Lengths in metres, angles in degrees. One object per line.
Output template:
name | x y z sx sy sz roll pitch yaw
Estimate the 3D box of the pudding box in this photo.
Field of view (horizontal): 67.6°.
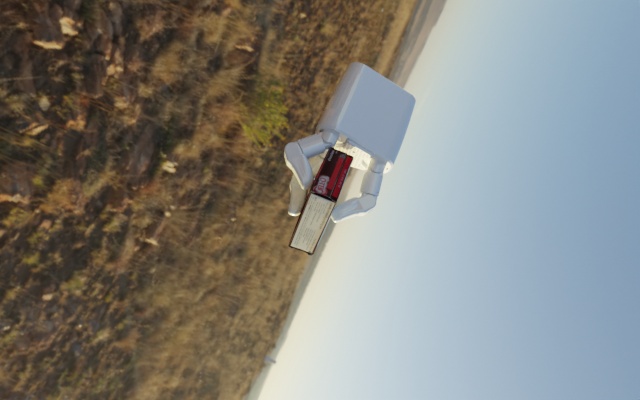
pudding box | 0.000 0.002 0.609 0.039 0.114 0.090 22 45 2
